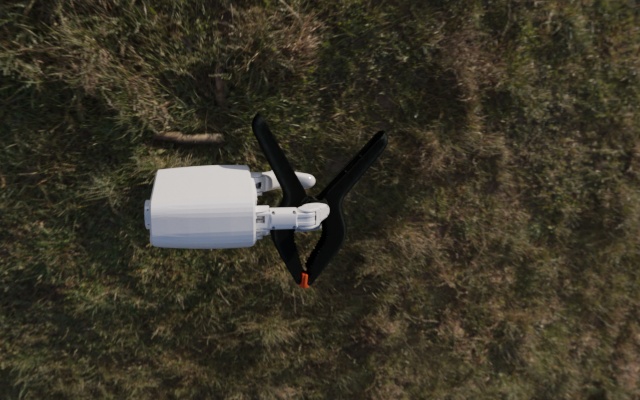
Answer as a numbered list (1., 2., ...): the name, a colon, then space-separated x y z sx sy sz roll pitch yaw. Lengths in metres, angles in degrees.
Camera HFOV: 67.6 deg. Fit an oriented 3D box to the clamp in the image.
1. clamp: 0.000 0.003 0.579 0.164 0.210 0.036 -1 11 -12
